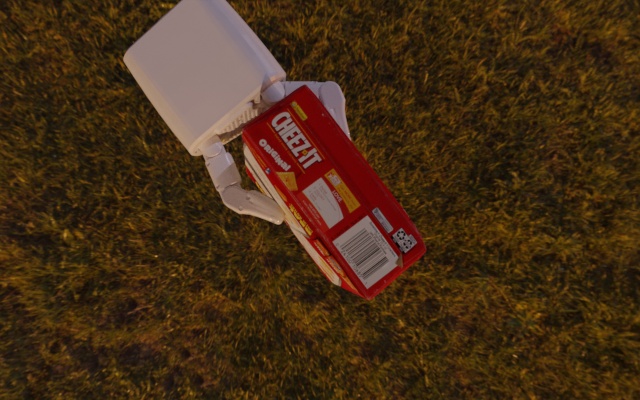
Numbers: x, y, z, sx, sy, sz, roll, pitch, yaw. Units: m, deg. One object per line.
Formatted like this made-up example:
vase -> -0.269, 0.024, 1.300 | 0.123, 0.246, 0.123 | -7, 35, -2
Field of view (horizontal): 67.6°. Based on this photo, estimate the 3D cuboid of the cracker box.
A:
cracker box -> 0.000, 0.002, 0.465 | 0.072, 0.164, 0.214 | -37, 0, -9
